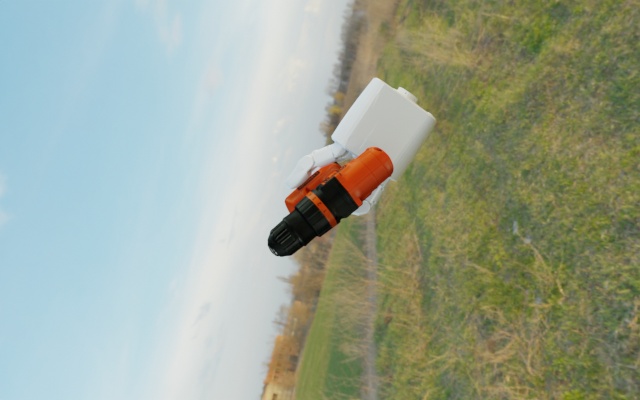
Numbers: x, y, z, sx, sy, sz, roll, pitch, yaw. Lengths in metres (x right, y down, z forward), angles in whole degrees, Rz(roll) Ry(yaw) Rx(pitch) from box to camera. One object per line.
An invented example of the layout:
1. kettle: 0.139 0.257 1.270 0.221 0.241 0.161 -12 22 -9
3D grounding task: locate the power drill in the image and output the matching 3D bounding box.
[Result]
1. power drill: 0.000 0.002 0.648 0.184 0.057 0.187 -38 9 -7
